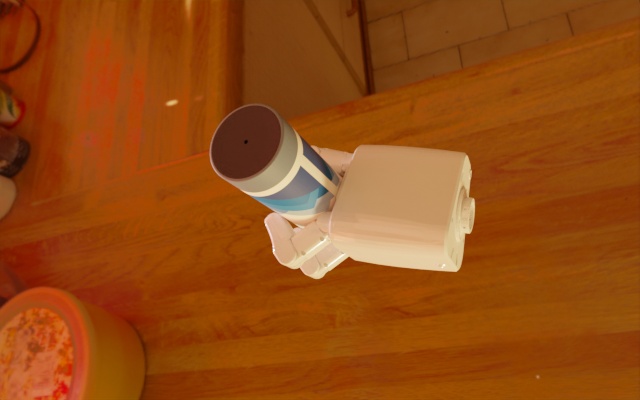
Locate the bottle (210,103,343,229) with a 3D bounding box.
[{"bbox_3d":[0.000,0.002,0.493,0.069,0.069,0.296,0,-19,24],"label":"bottle"}]
